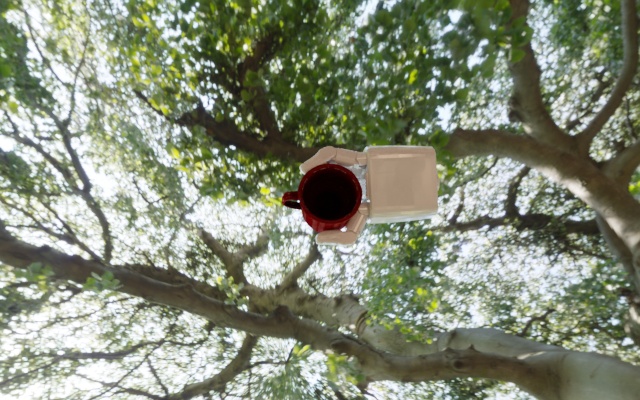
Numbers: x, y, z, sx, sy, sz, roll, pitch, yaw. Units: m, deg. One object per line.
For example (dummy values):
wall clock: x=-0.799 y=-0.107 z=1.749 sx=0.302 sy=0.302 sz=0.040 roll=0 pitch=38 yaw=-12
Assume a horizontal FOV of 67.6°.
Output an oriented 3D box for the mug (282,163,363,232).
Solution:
mug: x=-0.001 y=0.003 z=0.720 sx=0.117 sy=0.093 sz=0.081 roll=-1 pitch=-18 yaw=-3
